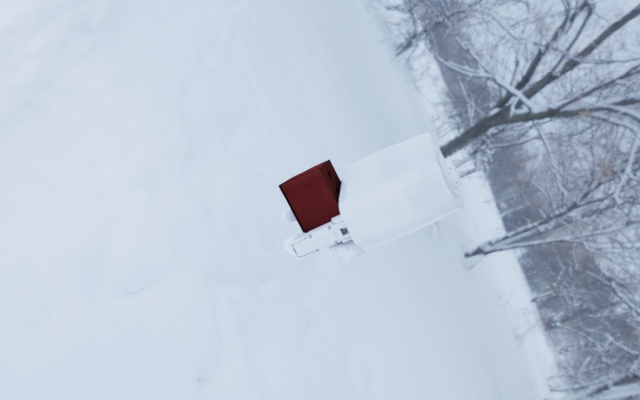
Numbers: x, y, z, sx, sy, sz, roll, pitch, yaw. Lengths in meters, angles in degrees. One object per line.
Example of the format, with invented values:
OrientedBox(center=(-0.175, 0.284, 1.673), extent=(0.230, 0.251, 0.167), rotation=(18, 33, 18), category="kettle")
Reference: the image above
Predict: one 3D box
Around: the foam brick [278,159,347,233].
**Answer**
OrientedBox(center=(0.000, 0.002, 0.527), extent=(0.051, 0.078, 0.053), rotation=(-25, 8, 20), category="foam brick")
